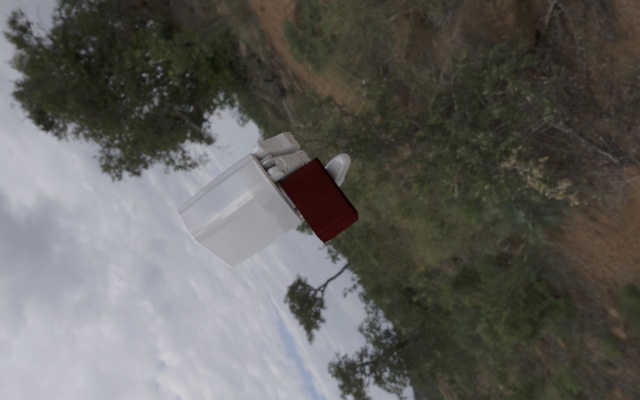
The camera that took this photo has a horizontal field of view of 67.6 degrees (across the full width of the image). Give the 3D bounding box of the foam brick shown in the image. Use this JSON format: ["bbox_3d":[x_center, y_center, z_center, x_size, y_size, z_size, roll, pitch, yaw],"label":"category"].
[{"bbox_3d":[0.000,0.002,0.540,0.051,0.078,0.053,-36,-16,-2],"label":"foam brick"}]
